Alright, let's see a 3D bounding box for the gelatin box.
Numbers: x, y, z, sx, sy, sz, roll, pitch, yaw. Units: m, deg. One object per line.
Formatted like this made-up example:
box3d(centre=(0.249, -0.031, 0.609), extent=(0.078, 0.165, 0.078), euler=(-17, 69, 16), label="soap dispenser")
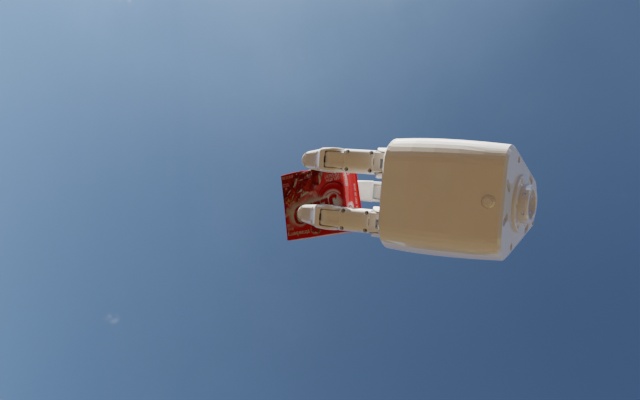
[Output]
box3d(centre=(0.000, 0.002, 0.506), extent=(0.089, 0.073, 0.030), euler=(-11, -8, 41), label="gelatin box")
